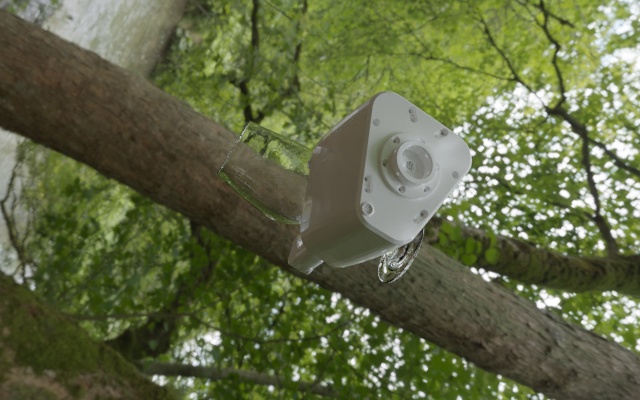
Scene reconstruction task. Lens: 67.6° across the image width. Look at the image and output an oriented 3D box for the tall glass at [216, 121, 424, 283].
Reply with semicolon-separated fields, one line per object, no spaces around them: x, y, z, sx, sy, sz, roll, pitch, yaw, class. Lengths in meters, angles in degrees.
0.001;0.002;0.472;0.201;0.079;0.079;31;-7;-12;tall glass
